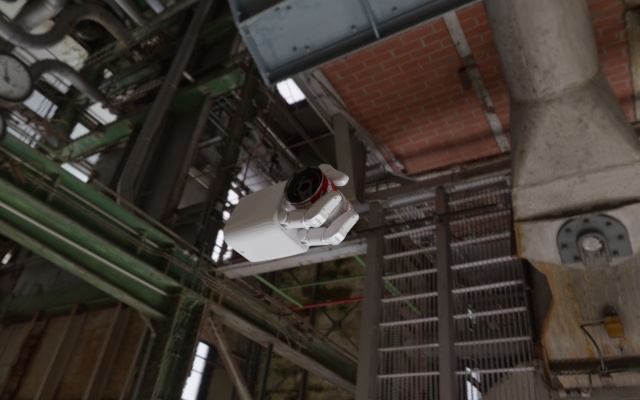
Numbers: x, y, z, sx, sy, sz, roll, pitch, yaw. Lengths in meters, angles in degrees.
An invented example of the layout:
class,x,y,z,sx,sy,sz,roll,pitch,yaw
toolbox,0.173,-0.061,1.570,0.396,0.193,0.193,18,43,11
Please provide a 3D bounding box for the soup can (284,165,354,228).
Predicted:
class,x,y,z,sx,sy,sz,roll,pitch,yaw
soup can,0.001,0.002,0.734,0.068,0.068,0.102,0,-32,37
